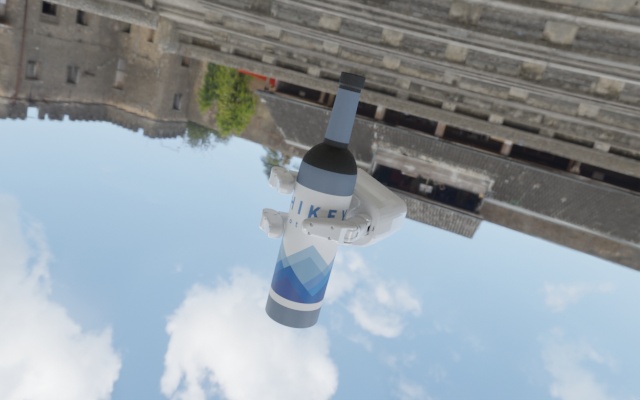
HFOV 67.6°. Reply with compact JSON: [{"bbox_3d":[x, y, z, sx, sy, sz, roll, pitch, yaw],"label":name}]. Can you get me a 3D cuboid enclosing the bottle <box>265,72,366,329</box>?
[{"bbox_3d":[0.000,0.002,0.552,0.069,0.296,0.069,14,14,-3],"label":"bottle"}]
